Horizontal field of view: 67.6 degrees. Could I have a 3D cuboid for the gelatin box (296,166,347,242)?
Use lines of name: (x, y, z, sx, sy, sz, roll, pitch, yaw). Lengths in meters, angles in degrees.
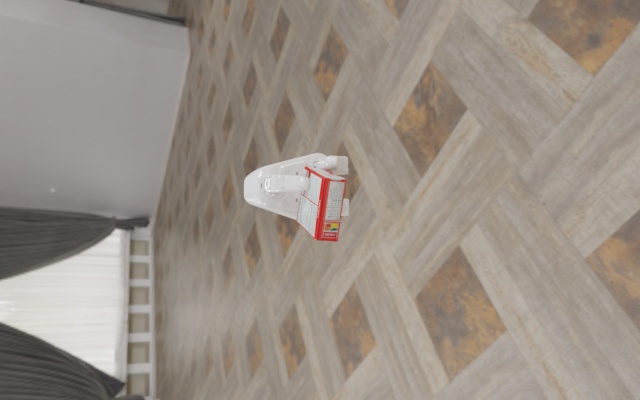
gelatin box: (0.000, 0.002, 0.570, 0.030, 0.073, 0.089, 5, 11, -18)
